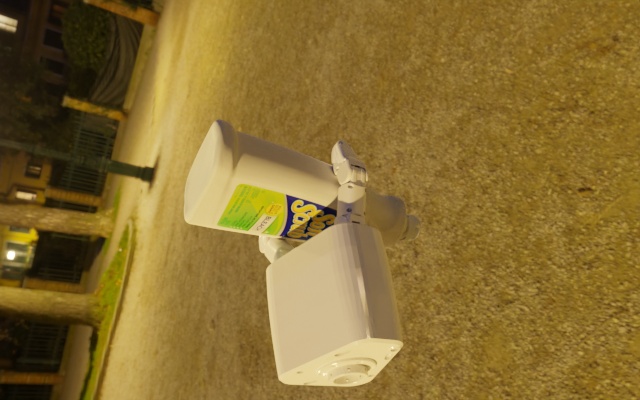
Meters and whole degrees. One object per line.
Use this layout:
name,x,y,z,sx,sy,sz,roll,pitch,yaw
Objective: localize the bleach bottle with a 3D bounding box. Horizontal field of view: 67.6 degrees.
bleach bottle,0.000,0.002,0.481,0.251,0.068,0.103,13,-43,-27
